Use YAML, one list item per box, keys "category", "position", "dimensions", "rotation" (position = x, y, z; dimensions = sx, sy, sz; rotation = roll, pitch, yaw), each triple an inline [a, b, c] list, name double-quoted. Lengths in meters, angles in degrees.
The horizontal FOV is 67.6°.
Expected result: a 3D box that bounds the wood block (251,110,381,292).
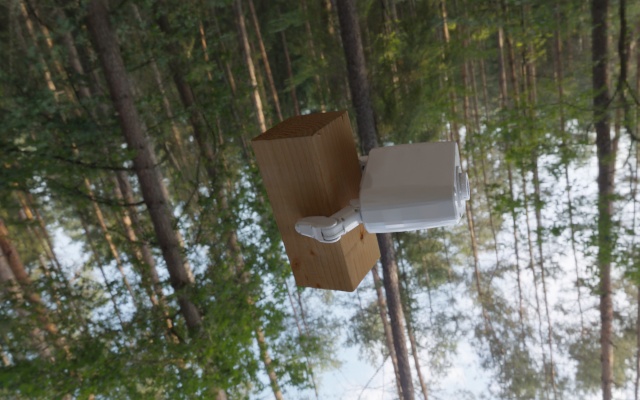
- category: "wood block"
  position: [0.000, 0.002, 0.602]
  dimensions: [0.090, 0.206, 0.090]
  rotation: [1, 27, 34]
